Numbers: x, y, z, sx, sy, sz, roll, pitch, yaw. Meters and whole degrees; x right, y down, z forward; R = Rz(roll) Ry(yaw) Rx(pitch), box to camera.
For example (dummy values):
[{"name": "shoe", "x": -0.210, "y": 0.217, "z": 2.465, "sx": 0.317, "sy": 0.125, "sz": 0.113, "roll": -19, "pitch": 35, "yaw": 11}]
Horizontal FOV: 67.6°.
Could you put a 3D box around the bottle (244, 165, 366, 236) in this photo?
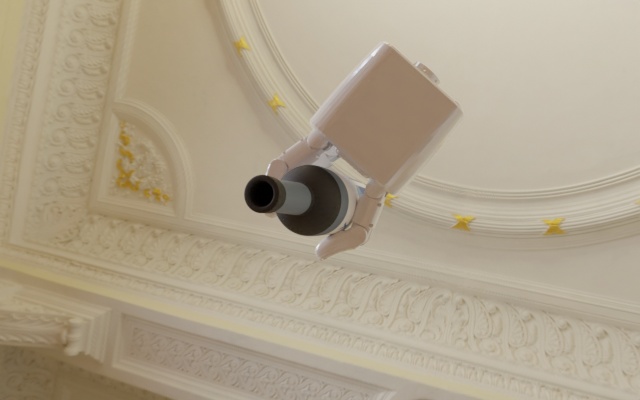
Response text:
[{"name": "bottle", "x": 0.000, "y": 0.002, "z": 0.477, "sx": 0.069, "sy": 0.069, "sz": 0.296, "roll": 0, "pitch": -2, "yaw": 17}]
